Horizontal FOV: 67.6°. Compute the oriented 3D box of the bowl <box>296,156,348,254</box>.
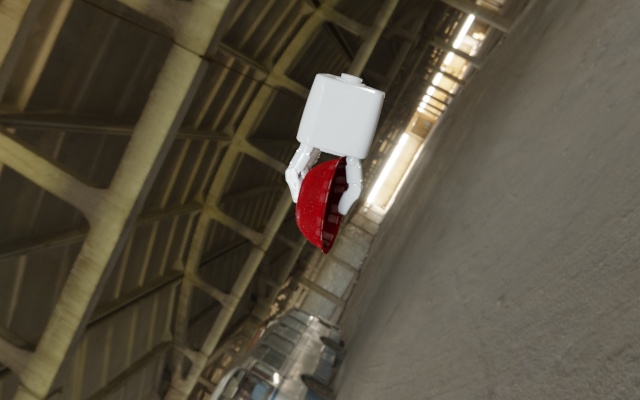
[{"bbox_3d":[-0.001,0.004,0.772,0.055,0.162,0.162,11,2,12],"label":"bowl"}]
